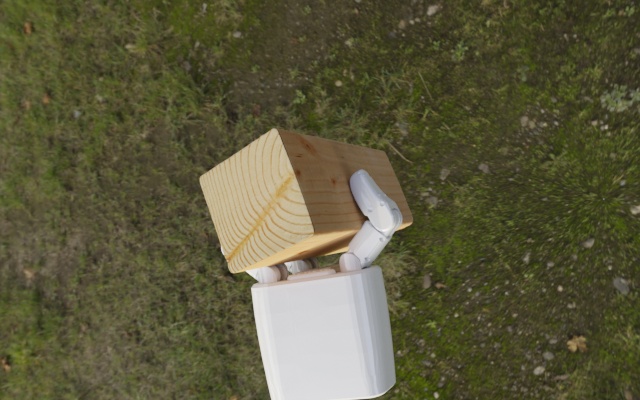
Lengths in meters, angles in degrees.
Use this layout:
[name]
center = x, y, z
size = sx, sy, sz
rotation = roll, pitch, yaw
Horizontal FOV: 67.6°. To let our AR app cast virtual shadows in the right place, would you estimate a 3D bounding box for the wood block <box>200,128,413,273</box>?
[wood block]
center = 0.000, 0.002, 0.460
size = 0.091, 0.090, 0.206
rotation = -27, -13, 28
